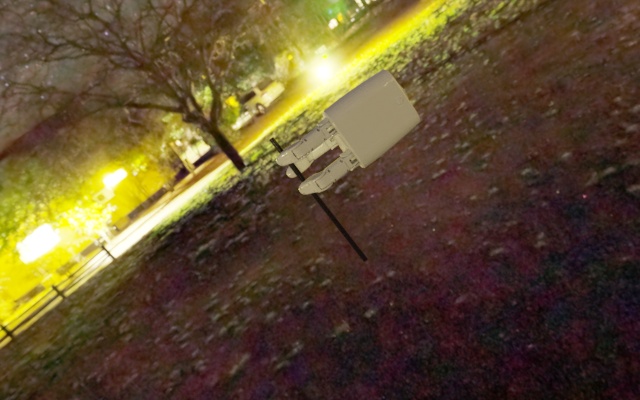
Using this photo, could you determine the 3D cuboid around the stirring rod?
[{"bbox_3d":[0.000,0.002,0.721,0.011,0.239,0.011,-35,16,11],"label":"stirring rod"}]
